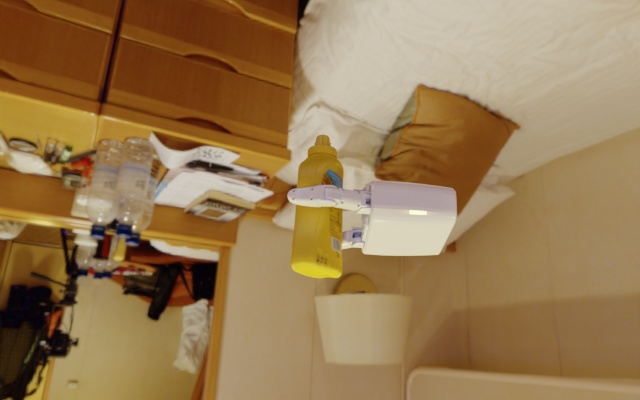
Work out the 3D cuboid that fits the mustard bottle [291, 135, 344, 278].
[{"bbox_3d":[0.000,0.002,0.636,0.058,0.191,0.096,-5,-19,23],"label":"mustard bottle"}]
